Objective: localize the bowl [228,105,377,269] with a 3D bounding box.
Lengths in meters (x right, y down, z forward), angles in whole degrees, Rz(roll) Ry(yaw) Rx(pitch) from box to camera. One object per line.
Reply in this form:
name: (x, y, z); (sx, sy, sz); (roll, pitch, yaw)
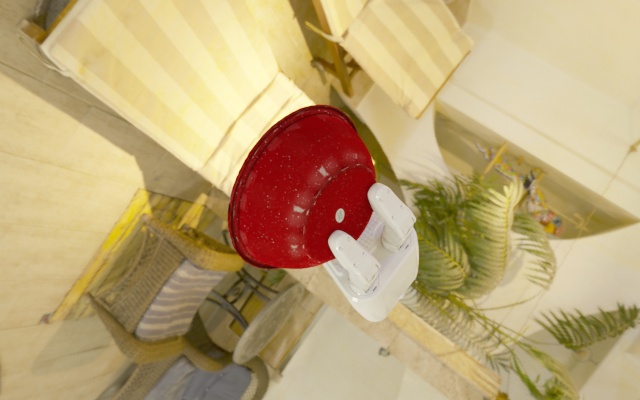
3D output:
bowl: (0.000, 0.001, 0.419); (0.055, 0.162, 0.162); (30, 19, 36)
